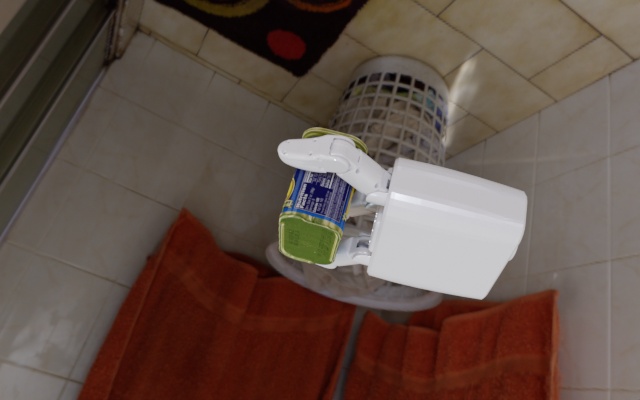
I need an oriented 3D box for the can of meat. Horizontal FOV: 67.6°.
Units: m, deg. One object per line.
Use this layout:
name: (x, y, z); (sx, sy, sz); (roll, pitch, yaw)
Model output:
can of meat: (0.000, 0.002, 0.417); (0.057, 0.084, 0.102); (15, -26, 3)
